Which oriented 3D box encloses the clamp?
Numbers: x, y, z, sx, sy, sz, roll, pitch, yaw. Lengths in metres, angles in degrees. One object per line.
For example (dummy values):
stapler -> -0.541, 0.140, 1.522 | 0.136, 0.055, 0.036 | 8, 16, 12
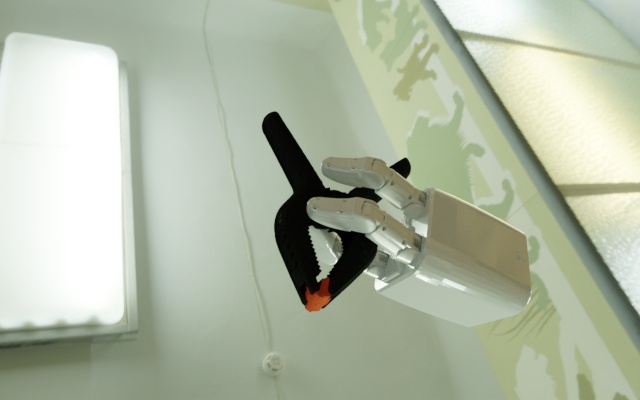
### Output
clamp -> 0.000, 0.002, 0.443 | 0.164, 0.209, 0.036 | 22, -44, -5
